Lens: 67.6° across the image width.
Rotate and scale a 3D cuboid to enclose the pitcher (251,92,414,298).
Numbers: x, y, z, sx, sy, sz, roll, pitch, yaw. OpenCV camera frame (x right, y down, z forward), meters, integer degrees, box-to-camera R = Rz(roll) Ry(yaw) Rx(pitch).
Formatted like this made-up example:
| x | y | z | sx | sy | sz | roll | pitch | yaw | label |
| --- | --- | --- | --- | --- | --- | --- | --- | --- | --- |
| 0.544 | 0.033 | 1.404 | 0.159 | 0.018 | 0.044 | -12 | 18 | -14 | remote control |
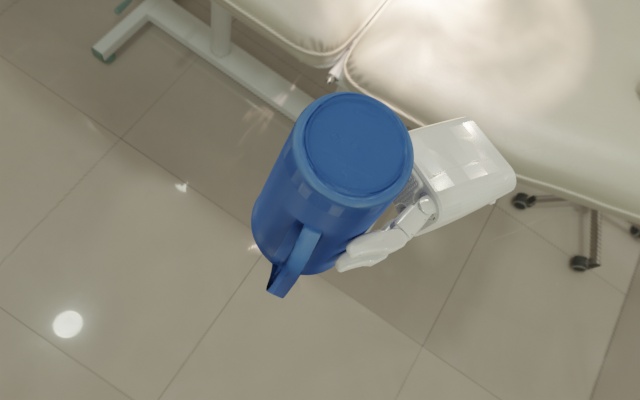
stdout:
| x | y | z | sx | sy | sz | roll | pitch | yaw | label |
| --- | --- | --- | --- | --- | --- | --- | --- | --- | --- |
| 0.000 | 0.002 | 0.500 | 0.145 | 0.149 | 0.243 | -17 | -14 | -18 | pitcher |
